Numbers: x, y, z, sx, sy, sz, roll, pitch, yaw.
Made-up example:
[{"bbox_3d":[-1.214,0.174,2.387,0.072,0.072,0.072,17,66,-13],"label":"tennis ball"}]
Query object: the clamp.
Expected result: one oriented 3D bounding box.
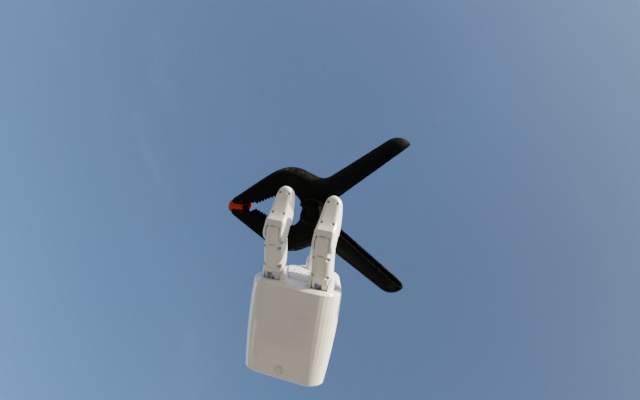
[{"bbox_3d":[0.000,0.002,0.533,0.210,0.164,0.036,10,4,16],"label":"clamp"}]
